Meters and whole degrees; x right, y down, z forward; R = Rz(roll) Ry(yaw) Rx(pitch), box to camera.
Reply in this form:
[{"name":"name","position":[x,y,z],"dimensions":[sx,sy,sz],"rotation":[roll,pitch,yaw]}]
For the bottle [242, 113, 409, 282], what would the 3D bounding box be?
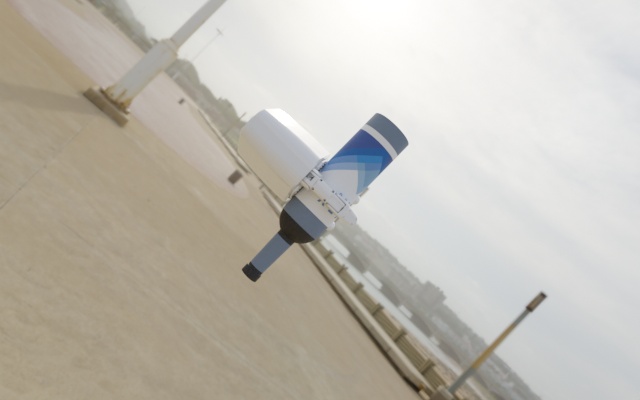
[{"name":"bottle","position":[0.000,0.002,0.683],"dimensions":[0.069,0.295,0.069],"rotation":[44,-1,1]}]
